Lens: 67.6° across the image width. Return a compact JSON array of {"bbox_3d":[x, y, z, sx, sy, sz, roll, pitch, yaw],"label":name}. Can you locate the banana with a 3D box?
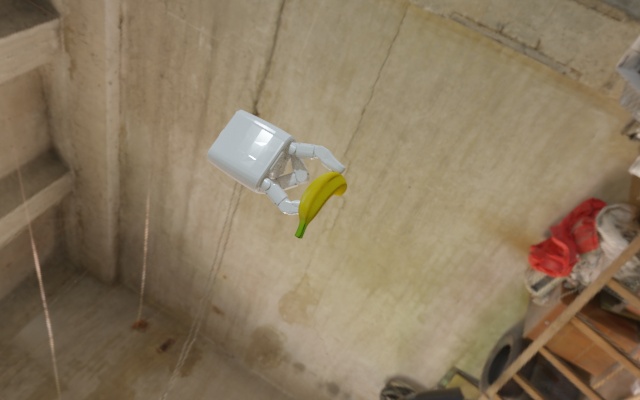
[{"bbox_3d":[0.006,-0.011,0.752,0.037,0.070,0.197,31,29,11],"label":"banana"}]
